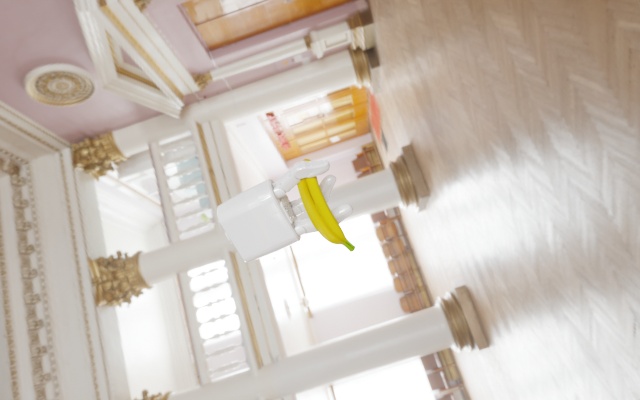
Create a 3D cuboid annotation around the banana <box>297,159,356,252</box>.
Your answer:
[{"bbox_3d":[-0.007,-0.001,0.786,0.037,0.197,0.070,-32,-30,13],"label":"banana"}]
